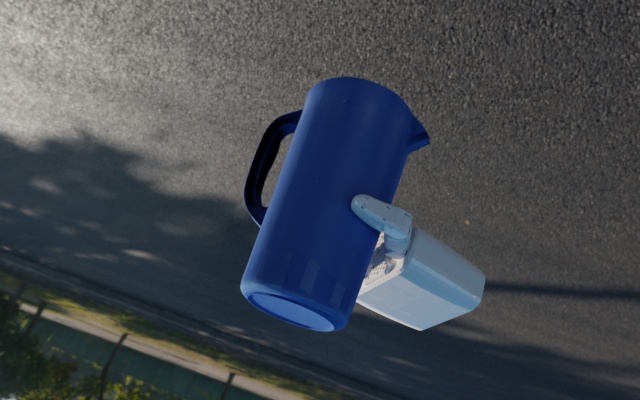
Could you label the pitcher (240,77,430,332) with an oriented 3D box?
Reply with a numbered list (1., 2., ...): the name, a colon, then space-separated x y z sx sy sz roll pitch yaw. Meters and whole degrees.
1. pitcher: 0.000 0.002 0.501 0.145 0.242 0.149 31 -27 -20
